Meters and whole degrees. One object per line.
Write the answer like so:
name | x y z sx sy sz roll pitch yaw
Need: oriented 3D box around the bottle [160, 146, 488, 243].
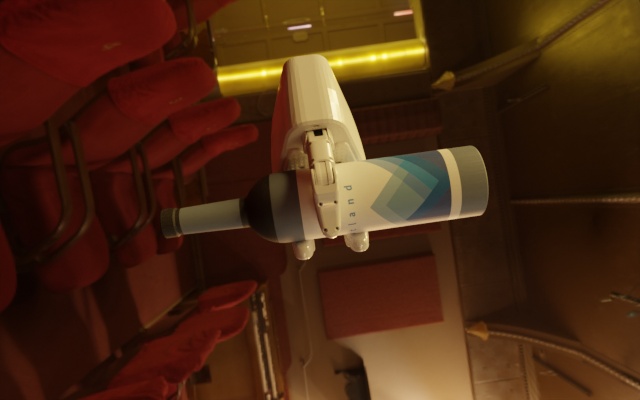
bottle | 0.000 0.001 0.448 0.296 0.069 0.069 -8 0 -1
